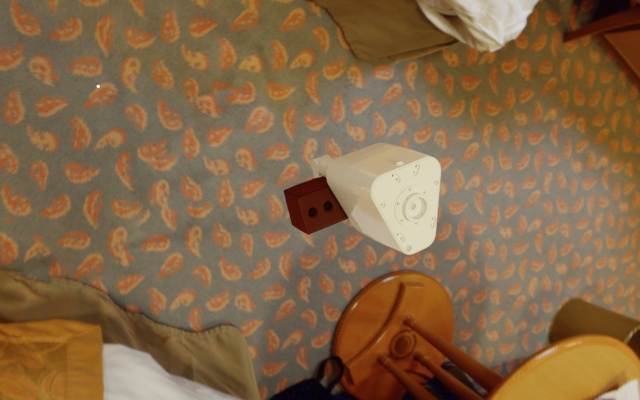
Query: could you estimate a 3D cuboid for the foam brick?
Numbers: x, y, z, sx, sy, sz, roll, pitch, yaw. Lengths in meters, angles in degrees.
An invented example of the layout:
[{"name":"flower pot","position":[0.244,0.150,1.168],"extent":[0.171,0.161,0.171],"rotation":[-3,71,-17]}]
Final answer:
[{"name":"foam brick","position":[0.000,0.002,0.621],"extent":[0.078,0.053,0.051],"rotation":[-22,21,-19]}]
